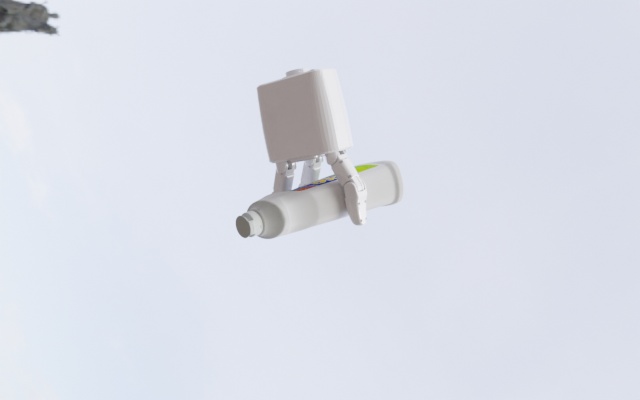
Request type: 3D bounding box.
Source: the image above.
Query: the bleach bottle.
[{"bbox_3d":[0.000,0.002,0.644,0.102,0.068,0.251,-4,10,45],"label":"bleach bottle"}]
